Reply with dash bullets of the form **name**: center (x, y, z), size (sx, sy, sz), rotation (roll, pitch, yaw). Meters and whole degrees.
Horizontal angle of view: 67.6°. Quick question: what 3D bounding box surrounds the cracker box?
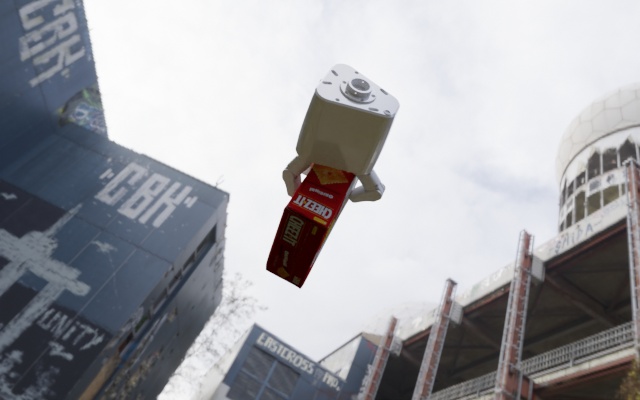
- **cracker box**: center (0.000, 0.002, 0.736), size (0.072, 0.213, 0.164), rotation (26, -42, 5)
